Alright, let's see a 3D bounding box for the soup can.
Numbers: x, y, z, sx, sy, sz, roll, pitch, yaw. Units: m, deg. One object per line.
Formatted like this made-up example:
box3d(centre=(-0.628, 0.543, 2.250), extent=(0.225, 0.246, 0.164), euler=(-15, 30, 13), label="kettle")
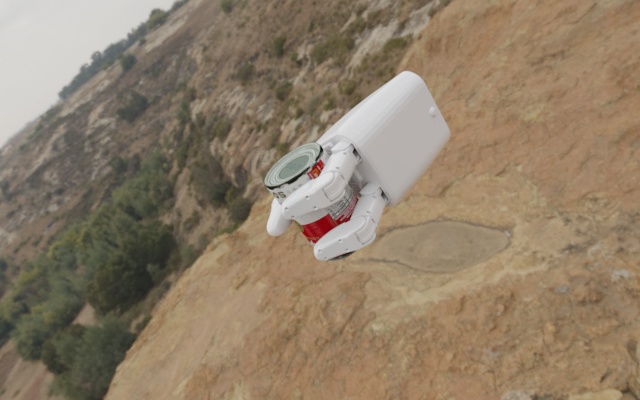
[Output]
box3d(centre=(0.000, 0.002, 0.478), extent=(0.068, 0.102, 0.068), euler=(-29, 27, 16), label="soup can")
